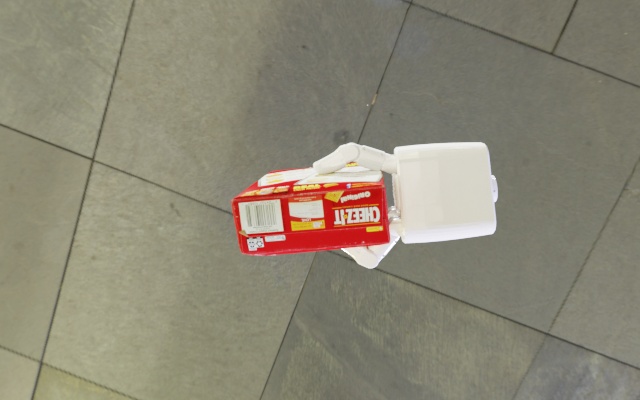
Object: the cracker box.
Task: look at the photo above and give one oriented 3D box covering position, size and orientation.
[{"bbox_3d":[0.000,0.002,0.597,0.164,0.072,0.213,-6,11,7],"label":"cracker box"}]
